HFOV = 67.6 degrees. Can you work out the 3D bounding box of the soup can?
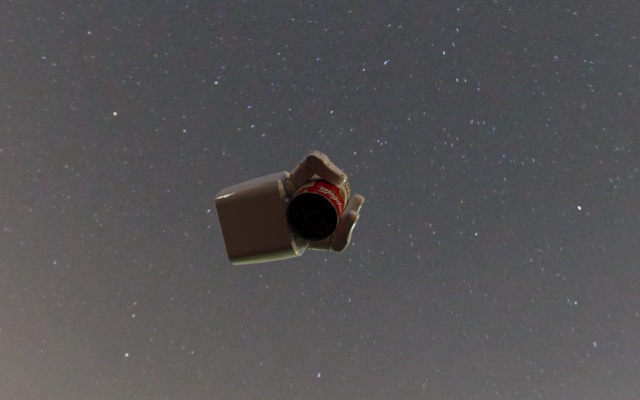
[{"bbox_3d":[0.001,0.002,0.648,0.068,0.068,0.102,0,23,14],"label":"soup can"}]
